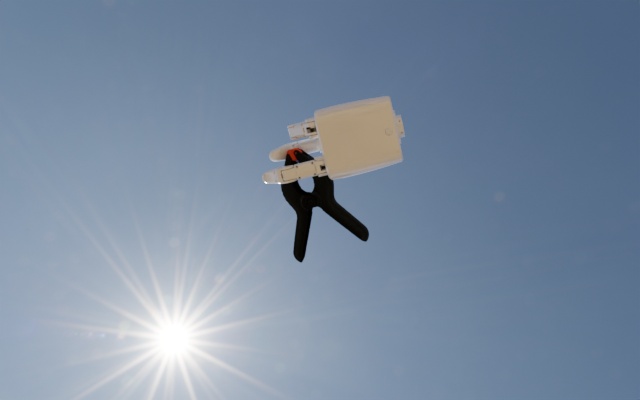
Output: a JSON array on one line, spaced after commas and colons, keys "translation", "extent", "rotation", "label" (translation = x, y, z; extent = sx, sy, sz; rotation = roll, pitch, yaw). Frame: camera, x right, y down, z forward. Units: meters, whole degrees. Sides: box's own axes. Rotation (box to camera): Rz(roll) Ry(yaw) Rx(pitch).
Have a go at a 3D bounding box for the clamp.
[{"translation": [0.000, 0.002, 0.704], "extent": [0.120, 0.171, 0.039], "rotation": [-12, 11, 10], "label": "clamp"}]
